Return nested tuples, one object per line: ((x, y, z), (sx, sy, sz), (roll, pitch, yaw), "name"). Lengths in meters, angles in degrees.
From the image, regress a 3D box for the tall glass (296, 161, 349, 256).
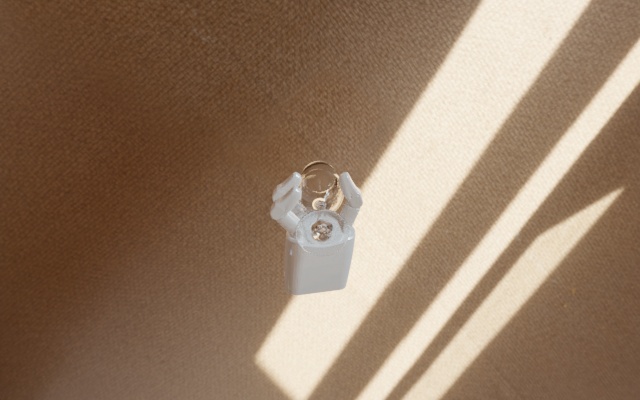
((0.000, 0.003, 0.746), (0.079, 0.079, 0.201), (0, 26, -2), "tall glass")
